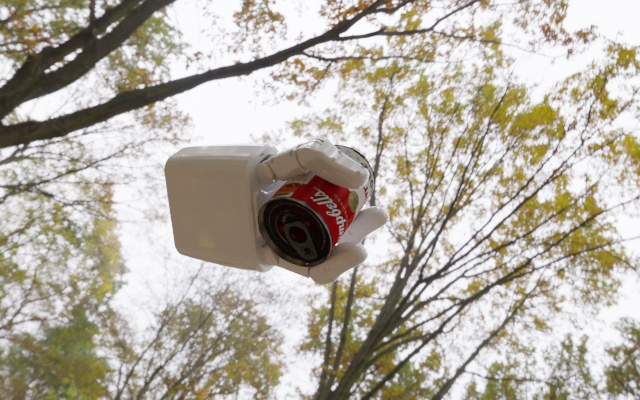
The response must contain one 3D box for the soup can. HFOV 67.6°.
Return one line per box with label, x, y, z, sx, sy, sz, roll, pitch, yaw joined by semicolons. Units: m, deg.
soup can;0.001;0.001;0.423;0.068;0.068;0.102;0;31;31
